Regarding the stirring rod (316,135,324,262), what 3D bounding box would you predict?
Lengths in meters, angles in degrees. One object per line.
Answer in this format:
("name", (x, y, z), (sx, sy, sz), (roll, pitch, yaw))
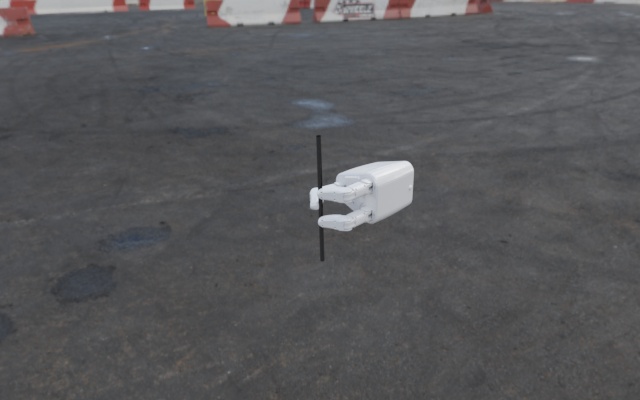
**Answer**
("stirring rod", (0.000, 0.003, 0.834), (0.011, 0.240, 0.011), (-1, 26, 1))
